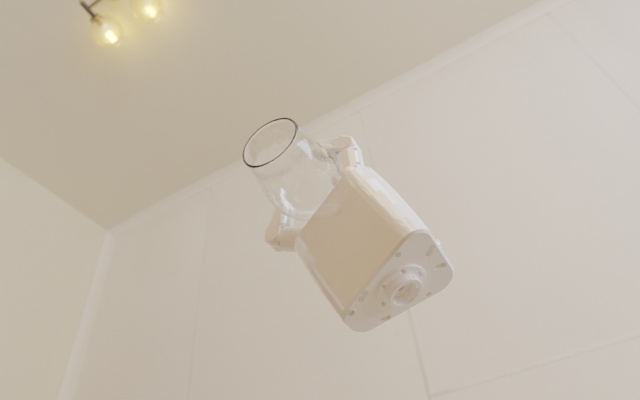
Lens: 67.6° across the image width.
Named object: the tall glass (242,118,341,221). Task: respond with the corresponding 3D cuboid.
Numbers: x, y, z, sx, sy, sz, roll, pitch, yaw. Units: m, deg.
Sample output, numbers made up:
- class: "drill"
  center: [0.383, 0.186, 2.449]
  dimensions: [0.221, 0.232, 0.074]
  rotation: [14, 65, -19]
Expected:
- class: "tall glass"
  center: [0.000, 0.002, 0.516]
  dimensions: [0.079, 0.079, 0.201]
  rotation: [0, -35, 37]
